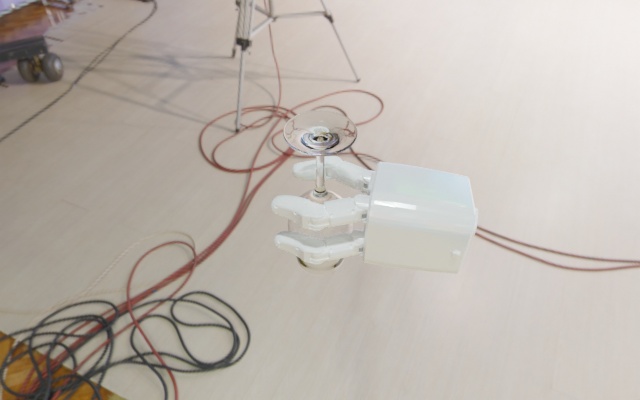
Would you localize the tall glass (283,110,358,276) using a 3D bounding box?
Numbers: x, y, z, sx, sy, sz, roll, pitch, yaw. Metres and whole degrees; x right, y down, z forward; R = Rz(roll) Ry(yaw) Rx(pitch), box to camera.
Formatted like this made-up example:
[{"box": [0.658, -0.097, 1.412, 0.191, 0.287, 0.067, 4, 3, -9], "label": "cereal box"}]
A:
[{"box": [0.000, 0.001, 0.545, 0.079, 0.201, 0.079, 0, 45, 0], "label": "tall glass"}]
